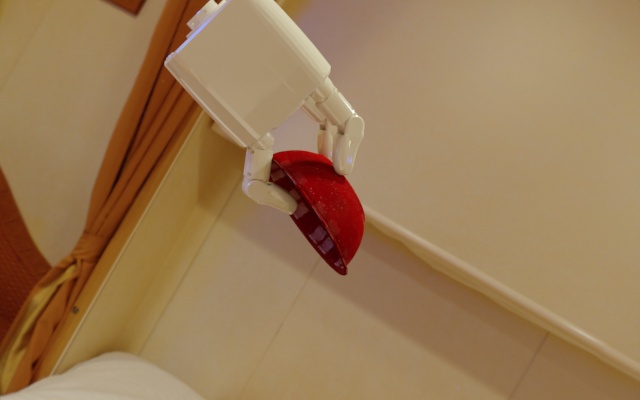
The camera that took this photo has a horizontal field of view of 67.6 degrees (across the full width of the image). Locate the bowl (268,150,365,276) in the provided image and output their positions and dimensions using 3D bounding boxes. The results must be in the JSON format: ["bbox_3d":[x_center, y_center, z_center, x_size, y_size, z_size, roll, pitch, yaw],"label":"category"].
[{"bbox_3d":[0.001,0.002,0.526,0.055,0.162,0.162,-34,8,-12],"label":"bowl"}]
